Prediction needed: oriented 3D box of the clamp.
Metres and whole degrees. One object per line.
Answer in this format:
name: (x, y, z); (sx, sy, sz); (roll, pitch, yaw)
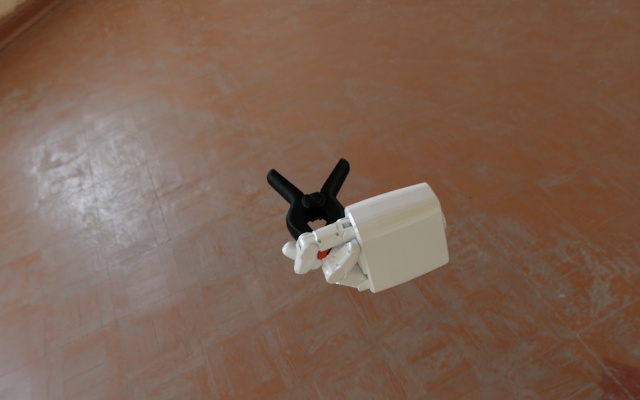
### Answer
clamp: (0.000, 0.002, 0.646); (0.120, 0.171, 0.039); (-19, -42, -3)
